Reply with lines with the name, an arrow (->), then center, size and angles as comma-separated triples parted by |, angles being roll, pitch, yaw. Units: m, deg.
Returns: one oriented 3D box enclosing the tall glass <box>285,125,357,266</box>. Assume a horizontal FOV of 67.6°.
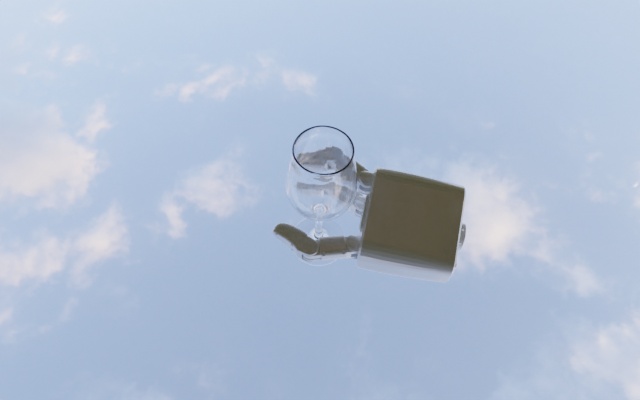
tall glass -> 0.000, 0.002, 0.552 | 0.079, 0.079, 0.201 | 0, -31, -2
